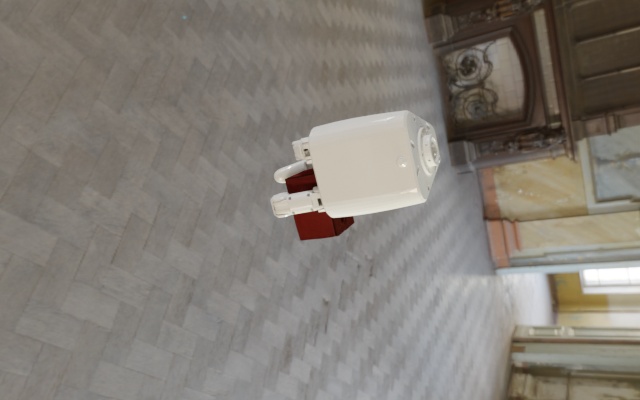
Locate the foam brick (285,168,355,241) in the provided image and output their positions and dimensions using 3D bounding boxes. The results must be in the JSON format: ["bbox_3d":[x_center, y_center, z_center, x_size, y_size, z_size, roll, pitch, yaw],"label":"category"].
[{"bbox_3d":[0.000,0.002,0.560,0.051,0.078,0.053,-8,11,28],"label":"foam brick"}]
